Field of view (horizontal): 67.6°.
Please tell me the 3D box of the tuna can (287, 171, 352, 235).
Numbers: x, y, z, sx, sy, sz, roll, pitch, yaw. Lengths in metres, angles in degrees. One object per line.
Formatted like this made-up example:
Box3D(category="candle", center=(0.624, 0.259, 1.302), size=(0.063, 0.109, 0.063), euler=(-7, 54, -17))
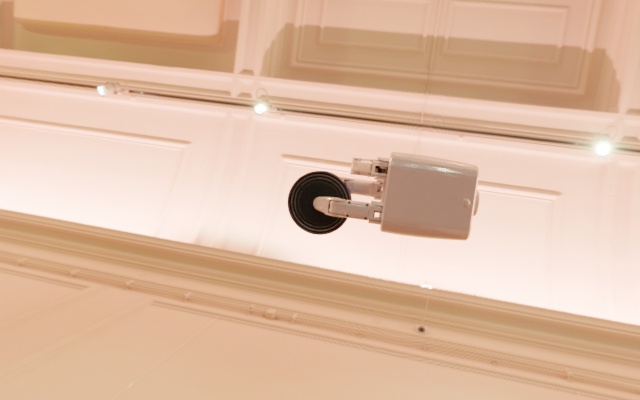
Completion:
Box3D(category="tuna can", center=(0.000, 0.002, 0.651), size=(0.086, 0.086, 0.034), euler=(0, 5, 6))
